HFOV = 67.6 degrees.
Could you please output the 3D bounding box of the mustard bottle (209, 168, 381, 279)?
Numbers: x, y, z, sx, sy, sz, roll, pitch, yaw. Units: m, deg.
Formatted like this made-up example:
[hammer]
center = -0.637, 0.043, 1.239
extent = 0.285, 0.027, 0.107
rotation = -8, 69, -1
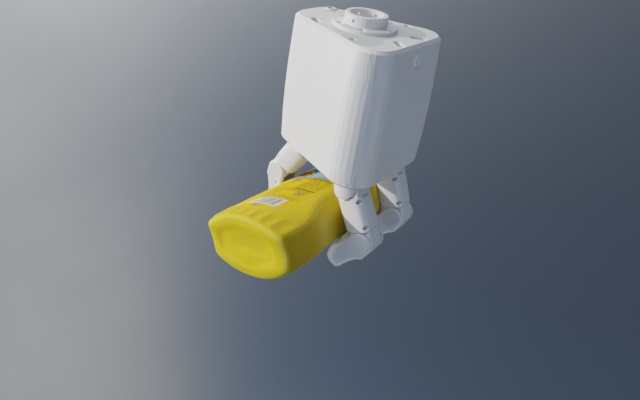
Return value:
[mustard bottle]
center = 0.000, 0.002, 0.440
extent = 0.096, 0.058, 0.191
rotation = 5, 26, 42
